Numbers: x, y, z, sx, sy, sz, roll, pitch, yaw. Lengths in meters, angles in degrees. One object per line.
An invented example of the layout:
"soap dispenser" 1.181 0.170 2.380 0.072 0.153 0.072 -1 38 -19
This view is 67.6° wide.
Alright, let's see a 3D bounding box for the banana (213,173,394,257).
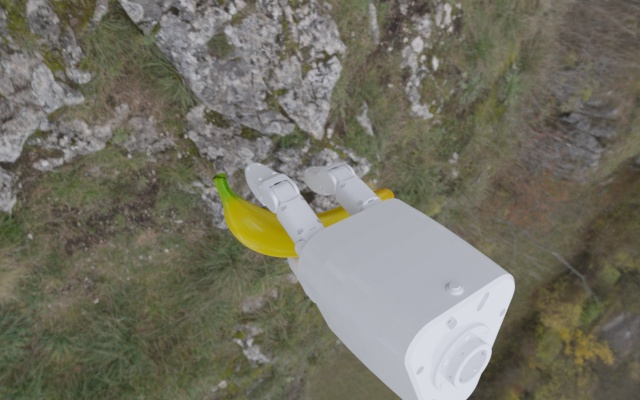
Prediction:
"banana" -0.007 0.019 0.439 0.198 0.070 0.037 3 19 -38
